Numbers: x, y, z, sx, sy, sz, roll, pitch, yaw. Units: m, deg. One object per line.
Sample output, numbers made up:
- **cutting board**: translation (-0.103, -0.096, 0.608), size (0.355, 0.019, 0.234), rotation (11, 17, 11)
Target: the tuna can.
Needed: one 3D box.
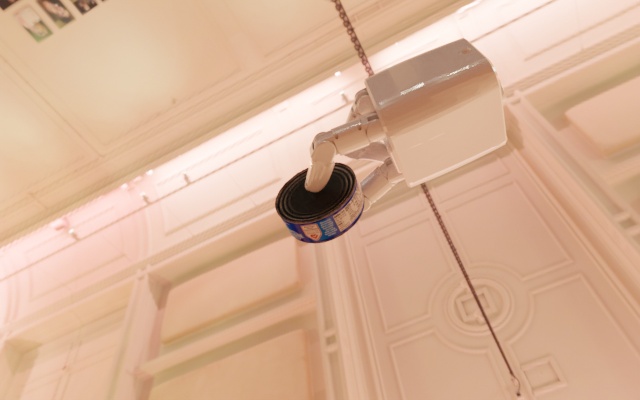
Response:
- **tuna can**: translation (0.000, 0.002, 0.479), size (0.086, 0.034, 0.086), rotation (-17, 38, 14)
